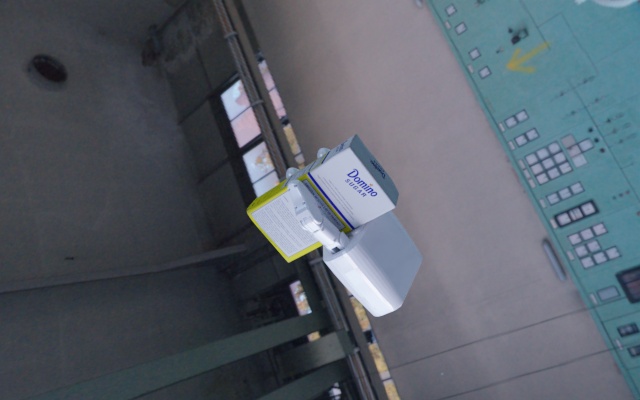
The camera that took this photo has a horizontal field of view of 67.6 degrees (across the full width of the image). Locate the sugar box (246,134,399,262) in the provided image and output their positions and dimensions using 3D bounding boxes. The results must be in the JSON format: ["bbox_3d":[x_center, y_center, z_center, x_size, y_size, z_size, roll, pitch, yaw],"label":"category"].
[{"bbox_3d":[0.000,0.002,0.595,0.176,0.093,0.048,-30,18,29],"label":"sugar box"}]
